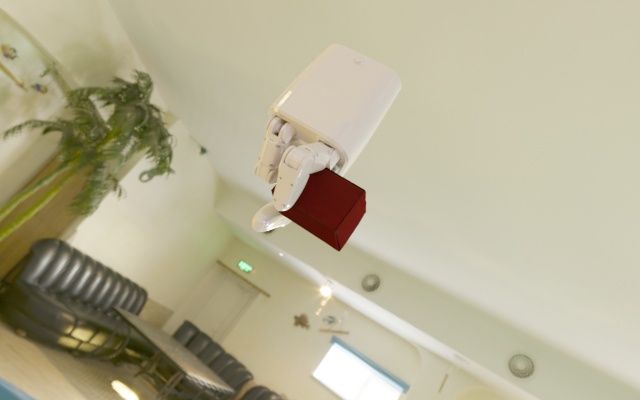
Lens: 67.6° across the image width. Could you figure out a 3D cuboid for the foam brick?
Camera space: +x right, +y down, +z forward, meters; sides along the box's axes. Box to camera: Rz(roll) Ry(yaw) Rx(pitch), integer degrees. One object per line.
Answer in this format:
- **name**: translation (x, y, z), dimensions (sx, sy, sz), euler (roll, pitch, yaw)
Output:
- **foam brick**: translation (0.000, 0.002, 0.465), dimensions (0.078, 0.051, 0.053), euler (32, -19, 19)
